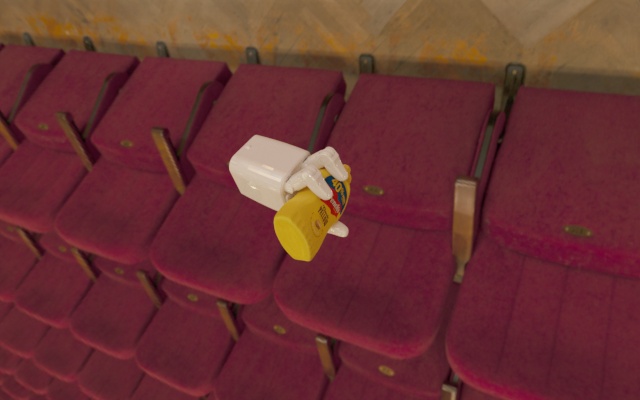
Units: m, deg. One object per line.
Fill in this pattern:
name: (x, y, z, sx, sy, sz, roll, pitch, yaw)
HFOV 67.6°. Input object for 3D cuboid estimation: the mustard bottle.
mustard bottle: (0.000, 0.003, 0.789, 0.058, 0.096, 0.191, 2, 40, 36)
